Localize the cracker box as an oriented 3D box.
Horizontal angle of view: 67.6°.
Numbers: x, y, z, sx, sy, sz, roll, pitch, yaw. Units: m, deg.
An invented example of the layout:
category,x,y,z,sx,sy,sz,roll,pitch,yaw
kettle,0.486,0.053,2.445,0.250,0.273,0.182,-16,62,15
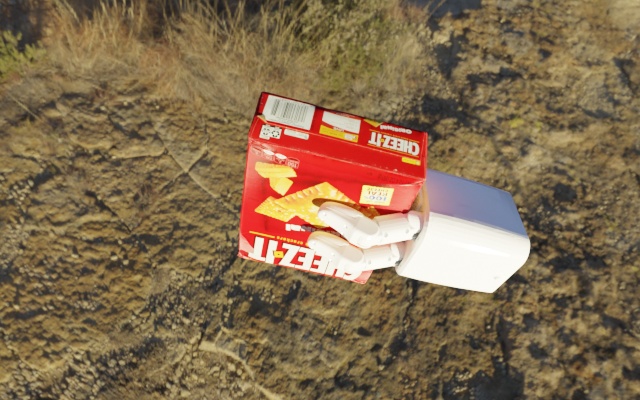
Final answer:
category,x,y,z,sx,sy,sz,roll,pitch,yaw
cracker box,0.000,0.001,0.513,0.164,0.072,0.214,13,-38,-3
